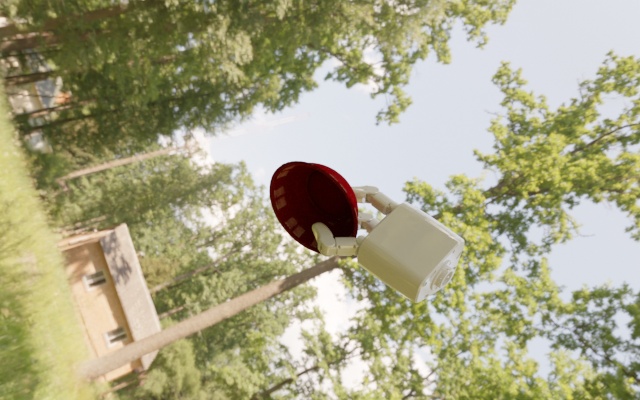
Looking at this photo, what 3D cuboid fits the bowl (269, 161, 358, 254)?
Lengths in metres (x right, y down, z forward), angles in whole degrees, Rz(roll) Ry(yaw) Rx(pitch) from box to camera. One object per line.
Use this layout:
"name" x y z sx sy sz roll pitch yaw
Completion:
"bowl" -0.001 0.001 0.734 0.162 0.162 0.055 0 29 38
